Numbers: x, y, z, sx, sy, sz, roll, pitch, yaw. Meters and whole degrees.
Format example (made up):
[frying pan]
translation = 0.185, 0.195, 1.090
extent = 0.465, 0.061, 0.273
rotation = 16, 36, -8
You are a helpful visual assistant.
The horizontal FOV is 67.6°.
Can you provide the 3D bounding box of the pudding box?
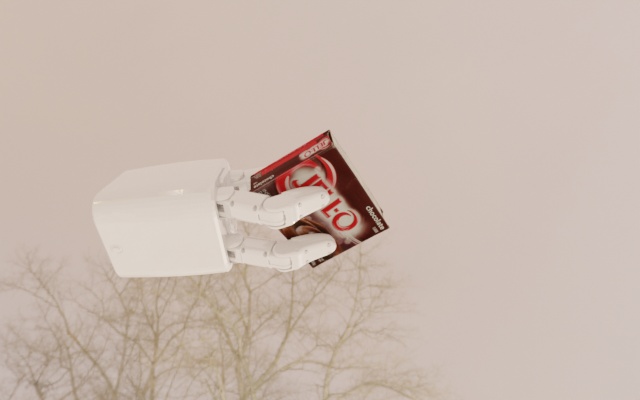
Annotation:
[pudding box]
translation = 0.000, 0.001, 0.457
extent = 0.090, 0.113, 0.039
rotation = -29, 35, 14
